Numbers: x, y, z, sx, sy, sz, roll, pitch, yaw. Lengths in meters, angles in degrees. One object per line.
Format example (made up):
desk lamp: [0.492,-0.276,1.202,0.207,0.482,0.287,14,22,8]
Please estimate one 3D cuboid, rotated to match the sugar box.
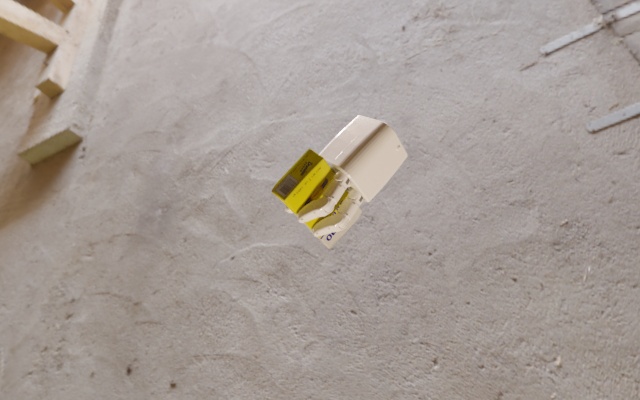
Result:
sugar box: [0.001,0.003,0.801,0.048,0.093,0.176,38,-7,42]
